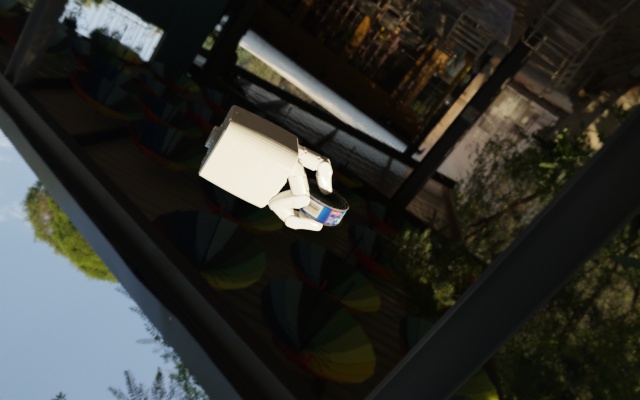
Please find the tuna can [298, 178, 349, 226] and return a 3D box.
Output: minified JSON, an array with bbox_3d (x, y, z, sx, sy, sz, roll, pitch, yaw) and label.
[{"bbox_3d":[0.000,0.003,0.757,0.086,0.034,0.086,27,20,-11],"label":"tuna can"}]
